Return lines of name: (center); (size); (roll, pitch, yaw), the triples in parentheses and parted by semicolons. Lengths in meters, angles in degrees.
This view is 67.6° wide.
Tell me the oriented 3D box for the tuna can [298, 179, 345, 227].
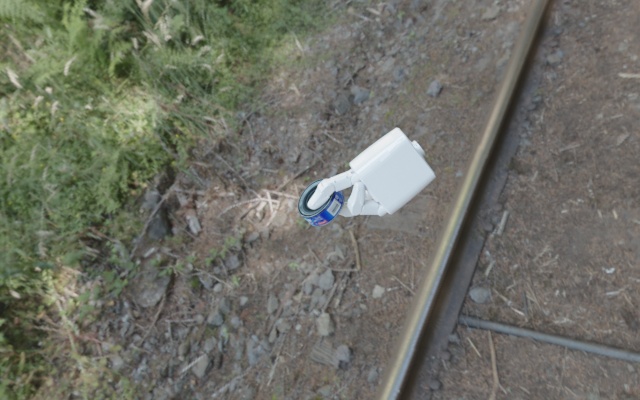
tuna can: (0.000, 0.003, 0.873); (0.086, 0.086, 0.034); (0, -31, 45)
